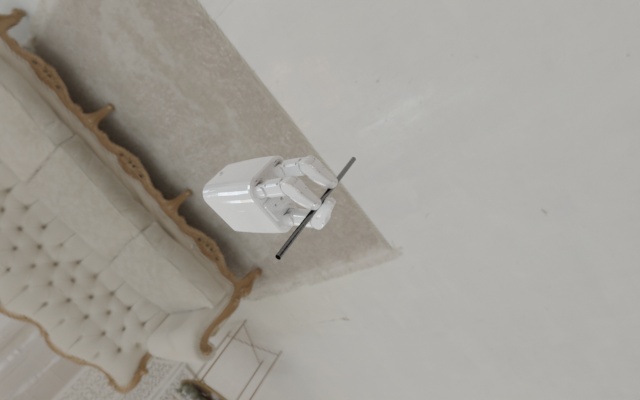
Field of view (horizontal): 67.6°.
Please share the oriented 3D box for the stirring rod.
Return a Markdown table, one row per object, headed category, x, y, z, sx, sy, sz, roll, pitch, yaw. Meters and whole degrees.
| category | x | y | z | sx | sy | sz | roll | pitch | yaw |
| --- | --- | --- | --- | --- | --- | --- | --- | --- | --- |
| stirring rod | 0.000 | 0.002 | 0.675 | 0.011 | 0.011 | 0.239 | 0 | 35 | 32 |
